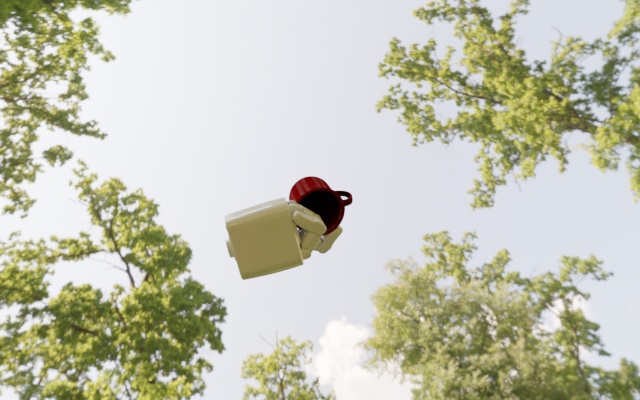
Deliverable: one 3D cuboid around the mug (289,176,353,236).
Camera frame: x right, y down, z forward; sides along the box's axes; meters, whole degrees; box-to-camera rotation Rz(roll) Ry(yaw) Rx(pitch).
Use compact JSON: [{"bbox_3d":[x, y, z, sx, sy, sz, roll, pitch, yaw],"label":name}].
[{"bbox_3d":[0.001,0.002,0.861,0.117,0.093,0.081,-15,25,-8],"label":"mug"}]
